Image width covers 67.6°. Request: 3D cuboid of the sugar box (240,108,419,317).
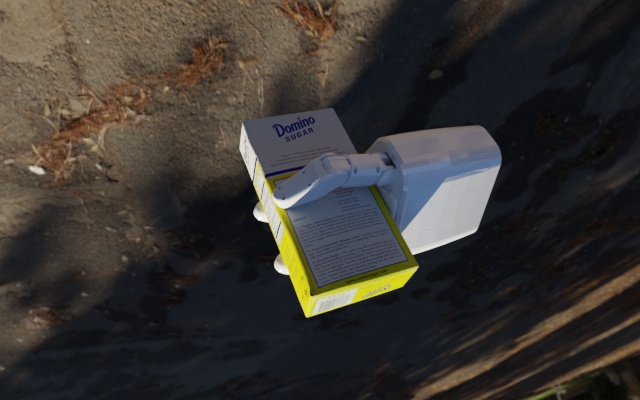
[{"bbox_3d":[0.000,0.002,0.412,0.093,0.176,0.048,-12,-33,-22],"label":"sugar box"}]
